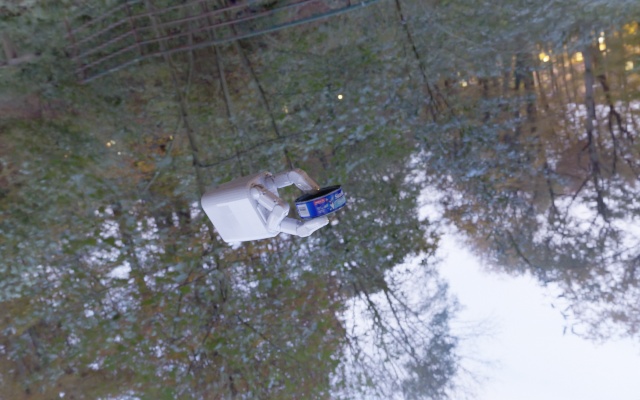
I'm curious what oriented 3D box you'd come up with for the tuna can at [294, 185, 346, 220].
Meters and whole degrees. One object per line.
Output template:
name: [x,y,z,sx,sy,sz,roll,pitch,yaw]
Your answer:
tuna can: [0.000,0.003,0.829,0.086,0.034,0.086,-18,10,3]
